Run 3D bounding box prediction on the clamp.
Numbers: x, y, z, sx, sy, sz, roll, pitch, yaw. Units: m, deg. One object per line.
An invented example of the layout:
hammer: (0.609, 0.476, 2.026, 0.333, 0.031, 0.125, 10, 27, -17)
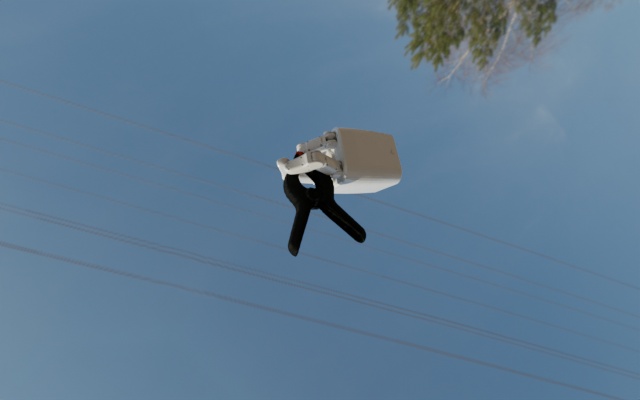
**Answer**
clamp: (0.000, 0.003, 0.723, 0.120, 0.171, 0.039, 2, -28, -23)
